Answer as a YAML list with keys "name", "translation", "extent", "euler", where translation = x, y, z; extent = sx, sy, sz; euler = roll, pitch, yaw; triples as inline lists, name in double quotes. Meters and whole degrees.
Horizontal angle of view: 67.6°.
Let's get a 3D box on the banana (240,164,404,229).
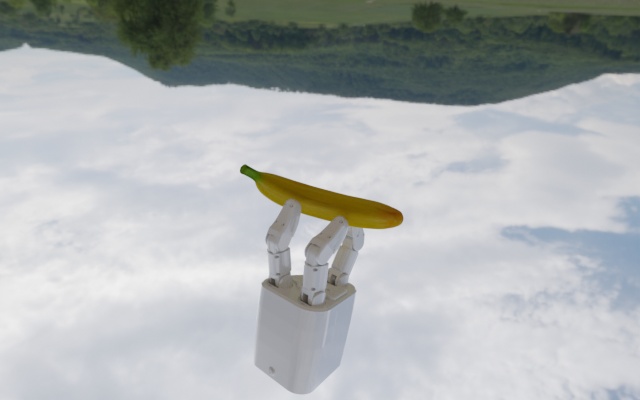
- name: "banana"
  translation: [0.002, 0.003, 0.553]
  extent: [0.198, 0.037, 0.069]
  euler: [16, -2, 18]
